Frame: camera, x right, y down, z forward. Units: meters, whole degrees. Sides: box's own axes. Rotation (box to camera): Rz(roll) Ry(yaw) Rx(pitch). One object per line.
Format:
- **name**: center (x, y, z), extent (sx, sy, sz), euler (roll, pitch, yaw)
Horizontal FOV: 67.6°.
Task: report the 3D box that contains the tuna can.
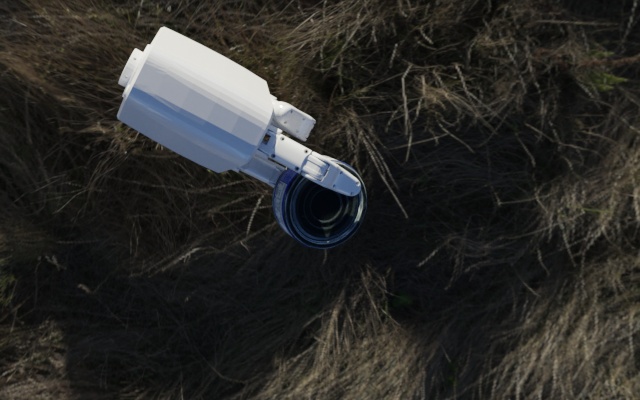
- **tuna can**: center (0.000, 0.002, 0.449), extent (0.086, 0.086, 0.033), euler (0, 13, -24)
